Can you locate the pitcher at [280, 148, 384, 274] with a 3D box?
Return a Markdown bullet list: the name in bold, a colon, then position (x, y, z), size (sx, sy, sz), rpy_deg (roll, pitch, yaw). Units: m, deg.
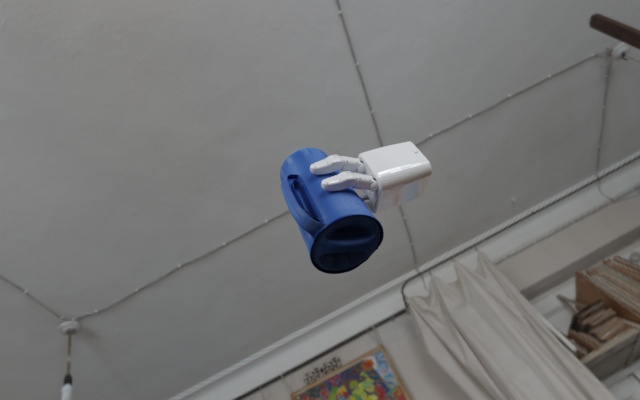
- **pitcher**: position (0.000, 0.003, 0.874), size (0.145, 0.149, 0.242), rpy_deg (-17, 42, -12)
